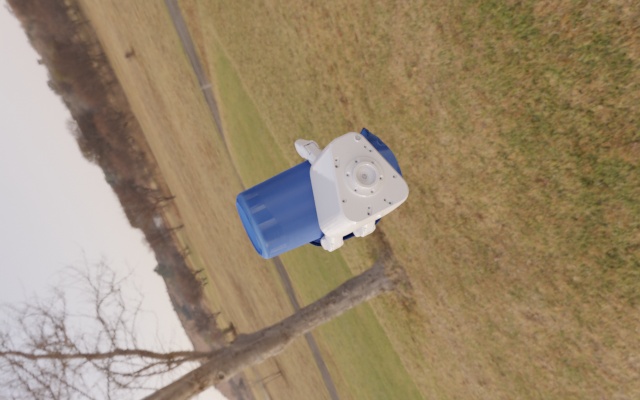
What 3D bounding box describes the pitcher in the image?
[{"bbox_3d":[0.000,0.002,0.751,0.243,0.149,0.145,-24,-3,-16],"label":"pitcher"}]
